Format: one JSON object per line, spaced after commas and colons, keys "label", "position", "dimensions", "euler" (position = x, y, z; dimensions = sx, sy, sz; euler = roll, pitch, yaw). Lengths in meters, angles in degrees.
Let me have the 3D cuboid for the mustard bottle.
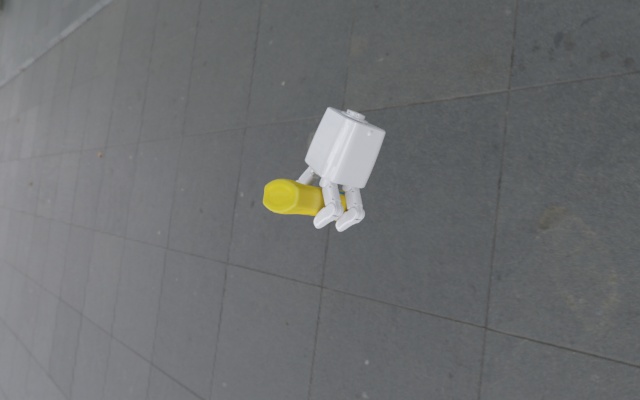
{"label": "mustard bottle", "position": [0.000, 0.003, 0.847], "dimensions": [0.191, 0.058, 0.096], "euler": [9, -5, -42]}
